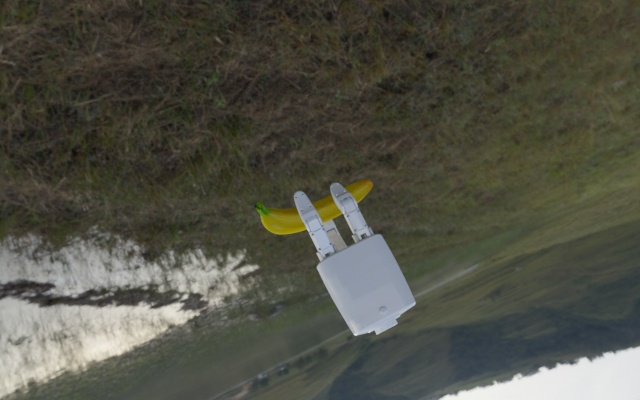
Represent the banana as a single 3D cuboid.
[{"bbox_3d":[-0.009,0.013,0.712,0.198,0.037,0.070,-15,-27,-30],"label":"banana"}]
